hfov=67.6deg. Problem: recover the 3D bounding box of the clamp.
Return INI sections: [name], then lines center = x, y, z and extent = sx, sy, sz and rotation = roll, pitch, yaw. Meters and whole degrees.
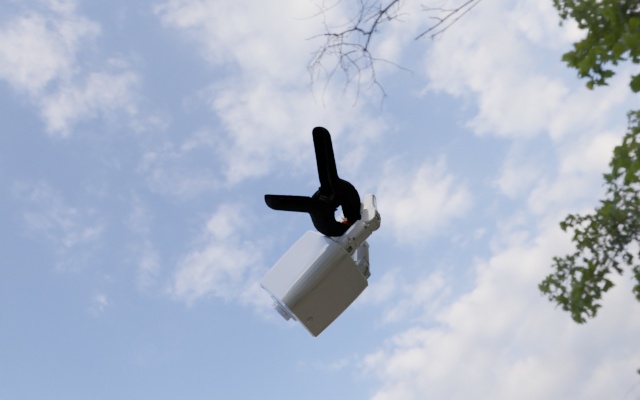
[clamp]
center = 0.000, 0.002, 0.623
extent = 0.039, 0.120, 0.172
rotation = 28, -22, 50
